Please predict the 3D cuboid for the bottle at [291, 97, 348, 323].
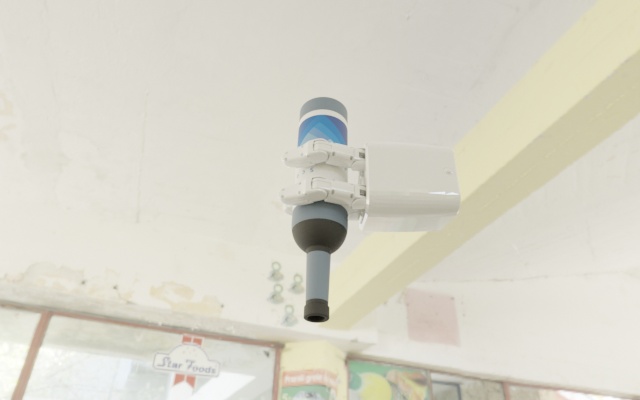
[{"bbox_3d":[0.000,0.002,0.582,0.069,0.295,0.069,1,-34,1],"label":"bottle"}]
